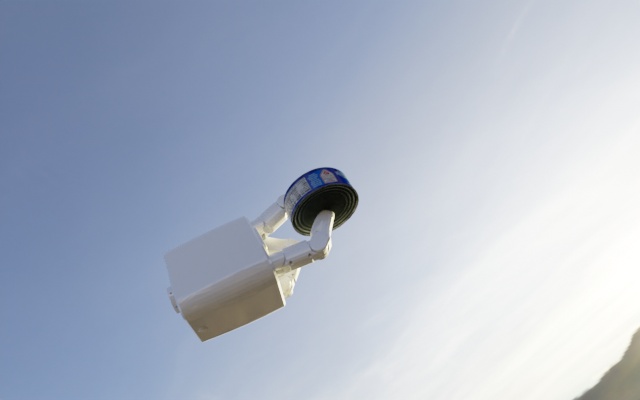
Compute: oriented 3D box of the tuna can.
[{"bbox_3d":[0.000,0.001,0.569,0.086,0.086,0.033,0,43,-33],"label":"tuna can"}]
